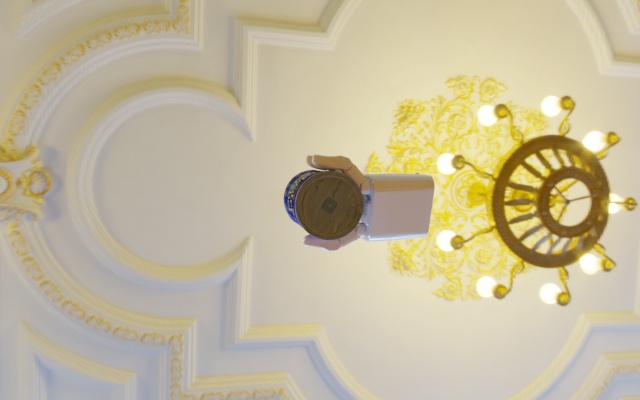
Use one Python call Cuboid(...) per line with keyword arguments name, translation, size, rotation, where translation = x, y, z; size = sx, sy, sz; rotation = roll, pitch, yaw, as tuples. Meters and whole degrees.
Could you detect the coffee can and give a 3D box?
Cuboid(name="coffee can", translation=(0.000, 0.003, 0.763), size=(0.103, 0.103, 0.140), rotation=(0, 4, -12))
